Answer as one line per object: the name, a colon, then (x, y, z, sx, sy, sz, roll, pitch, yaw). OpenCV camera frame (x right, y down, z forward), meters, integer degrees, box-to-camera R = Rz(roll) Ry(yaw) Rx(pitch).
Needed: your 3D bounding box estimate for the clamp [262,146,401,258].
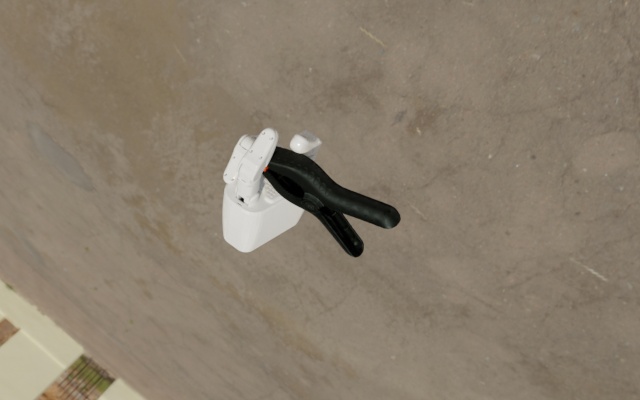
clamp: (0.000, 0.002, 0.539, 0.171, 0.039, 0.120, 34, -35, 9)
